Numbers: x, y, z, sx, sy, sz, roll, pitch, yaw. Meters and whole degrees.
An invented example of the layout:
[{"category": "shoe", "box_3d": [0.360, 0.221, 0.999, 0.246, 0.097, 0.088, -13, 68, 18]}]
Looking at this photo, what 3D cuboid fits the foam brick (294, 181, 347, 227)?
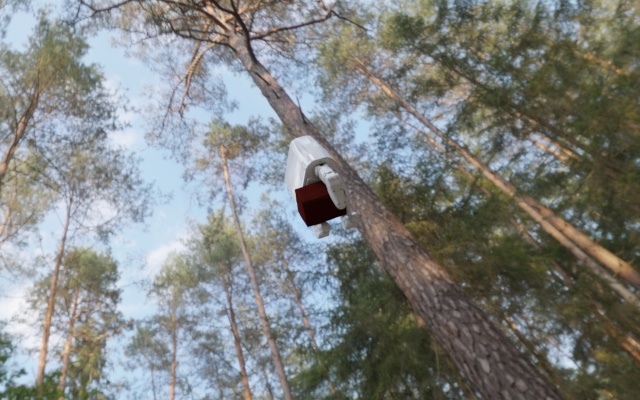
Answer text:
[{"category": "foam brick", "box_3d": [0.000, 0.003, 0.831, 0.078, 0.053, 0.051, -17, 36, -14]}]
